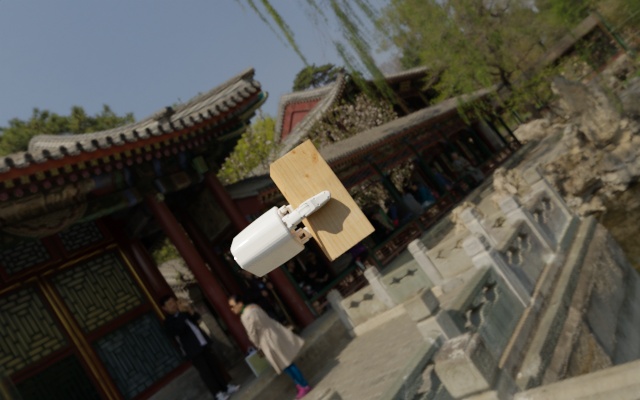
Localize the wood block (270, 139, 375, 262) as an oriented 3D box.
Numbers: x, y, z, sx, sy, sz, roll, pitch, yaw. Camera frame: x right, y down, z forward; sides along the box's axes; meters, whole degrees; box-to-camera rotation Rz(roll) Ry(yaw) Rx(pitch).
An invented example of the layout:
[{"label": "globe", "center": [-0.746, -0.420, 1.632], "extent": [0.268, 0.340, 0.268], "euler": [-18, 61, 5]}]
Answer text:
[{"label": "wood block", "center": [0.000, 0.003, 0.896], "extent": [0.090, 0.206, 0.091], "euler": [-35, -6, -11]}]
